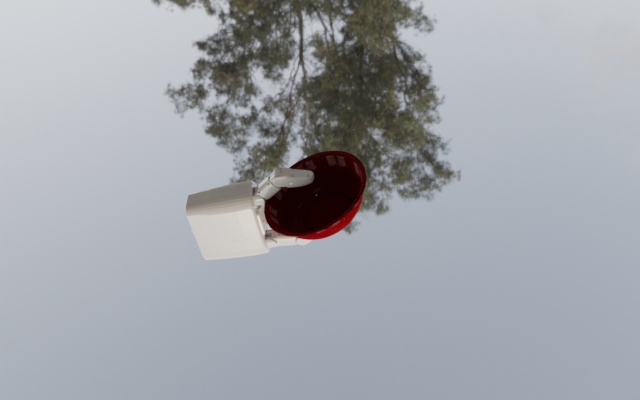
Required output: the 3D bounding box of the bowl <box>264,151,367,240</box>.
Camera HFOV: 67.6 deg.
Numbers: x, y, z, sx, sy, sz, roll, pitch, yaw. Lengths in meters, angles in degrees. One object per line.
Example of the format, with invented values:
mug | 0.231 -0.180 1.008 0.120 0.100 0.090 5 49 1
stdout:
bowl | 0.001 0.002 0.702 0.162 0.162 0.055 0 -39 32
